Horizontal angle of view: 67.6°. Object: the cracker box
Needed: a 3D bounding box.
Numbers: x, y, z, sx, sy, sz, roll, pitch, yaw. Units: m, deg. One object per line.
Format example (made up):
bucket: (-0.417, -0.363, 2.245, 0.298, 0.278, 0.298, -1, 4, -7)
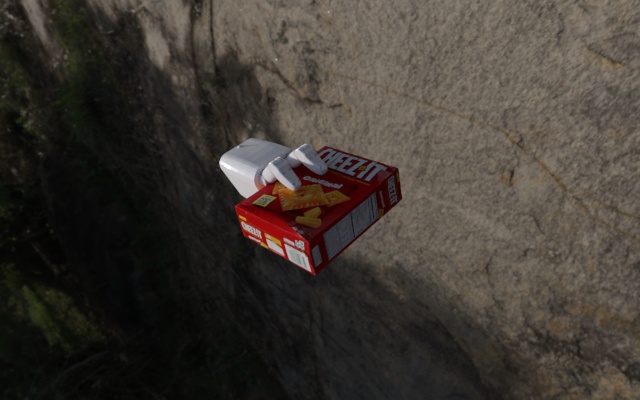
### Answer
cracker box: (0.000, 0.003, 0.759, 0.164, 0.072, 0.213, 23, 48, 38)
